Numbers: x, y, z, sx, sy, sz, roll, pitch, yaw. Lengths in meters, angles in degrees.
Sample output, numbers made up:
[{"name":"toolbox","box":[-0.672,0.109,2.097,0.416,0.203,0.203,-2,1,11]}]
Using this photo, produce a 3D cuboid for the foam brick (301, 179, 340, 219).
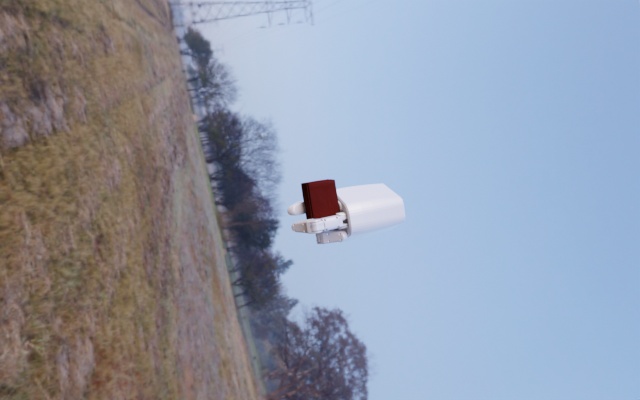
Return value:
[{"name":"foam brick","box":[0.000,0.002,0.844,0.051,0.078,0.053,-10,6,-13]}]
